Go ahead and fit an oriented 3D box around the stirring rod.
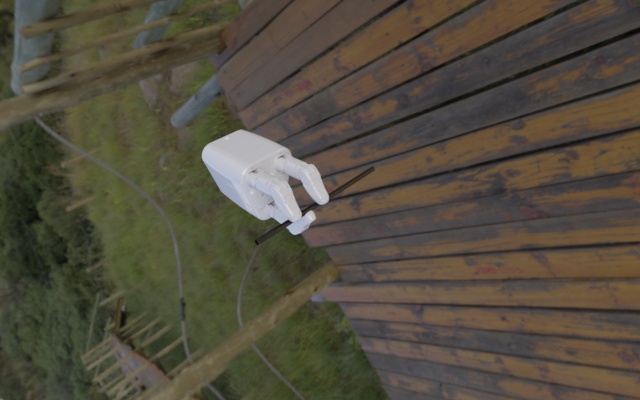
[{"bbox_3d":[0.000,0.002,0.692,0.239,0.011,0.011,-32,20,-35],"label":"stirring rod"}]
